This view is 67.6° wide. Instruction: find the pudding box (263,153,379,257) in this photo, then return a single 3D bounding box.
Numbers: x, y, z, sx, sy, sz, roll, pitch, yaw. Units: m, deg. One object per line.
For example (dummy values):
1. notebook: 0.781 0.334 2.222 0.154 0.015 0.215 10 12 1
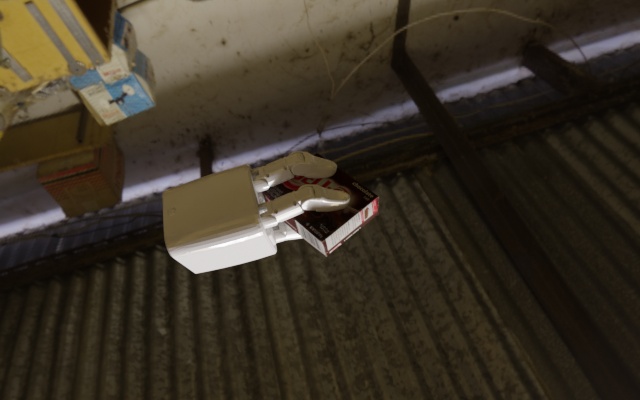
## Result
1. pudding box: 0.000 0.002 0.572 0.090 0.039 0.113 -38 56 -20
